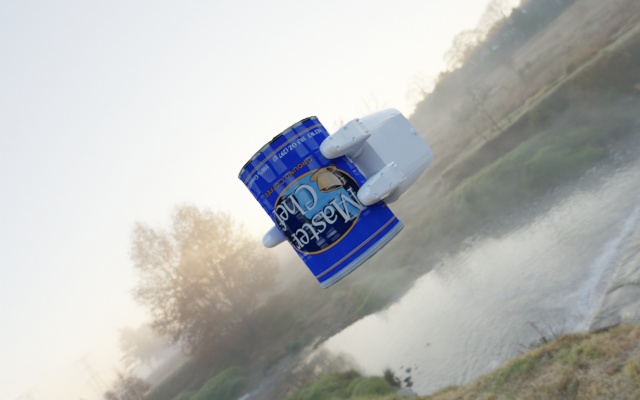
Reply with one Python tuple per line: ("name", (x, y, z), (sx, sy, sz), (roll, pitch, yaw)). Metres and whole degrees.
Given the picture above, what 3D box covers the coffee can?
("coffee can", (0.000, 0.002, 0.479), (0.103, 0.140, 0.103), (-38, -4, -3))
